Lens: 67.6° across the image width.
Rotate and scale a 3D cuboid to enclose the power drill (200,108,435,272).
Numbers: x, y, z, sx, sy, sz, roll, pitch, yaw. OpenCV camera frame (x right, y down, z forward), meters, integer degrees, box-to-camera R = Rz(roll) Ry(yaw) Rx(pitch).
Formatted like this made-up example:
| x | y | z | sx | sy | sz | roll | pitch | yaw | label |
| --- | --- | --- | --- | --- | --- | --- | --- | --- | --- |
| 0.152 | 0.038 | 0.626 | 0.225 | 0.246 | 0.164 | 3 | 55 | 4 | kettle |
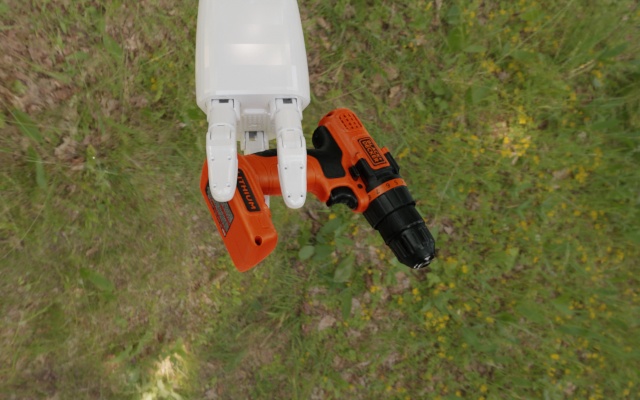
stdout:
| x | y | z | sx | sy | sz | roll | pitch | yaw | label |
| --- | --- | --- | --- | --- | --- | --- | --- | --- | --- |
| 0.000 | 0.001 | 0.438 | 0.187 | 0.184 | 0.057 | -15 | -27 | -34 | power drill |
